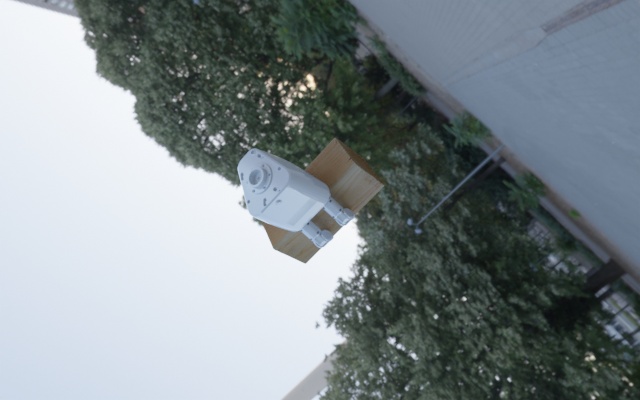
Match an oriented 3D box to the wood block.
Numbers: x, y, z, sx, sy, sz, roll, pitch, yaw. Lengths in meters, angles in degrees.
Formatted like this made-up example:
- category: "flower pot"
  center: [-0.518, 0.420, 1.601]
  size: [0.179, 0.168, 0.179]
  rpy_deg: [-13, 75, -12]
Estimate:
- category: "wood block"
  center: [0.000, 0.003, 0.856]
  size: [0.090, 0.206, 0.090]
  rpy_deg: [31, 20, -42]
